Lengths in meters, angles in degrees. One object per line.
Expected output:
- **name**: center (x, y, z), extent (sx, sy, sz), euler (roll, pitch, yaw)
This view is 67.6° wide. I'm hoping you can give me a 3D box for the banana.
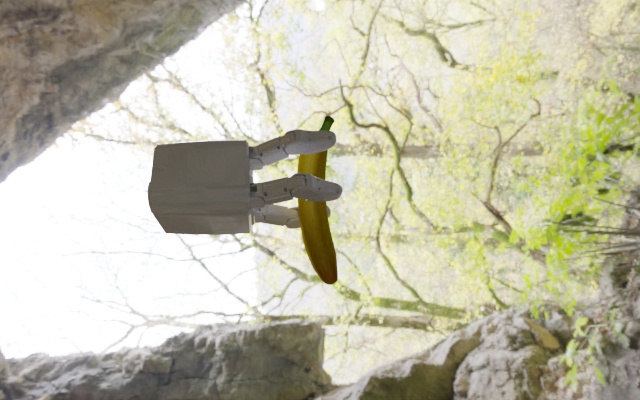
- **banana**: center (-0.005, 0.002, 0.572), extent (0.037, 0.197, 0.069), euler (1, -12, -16)
